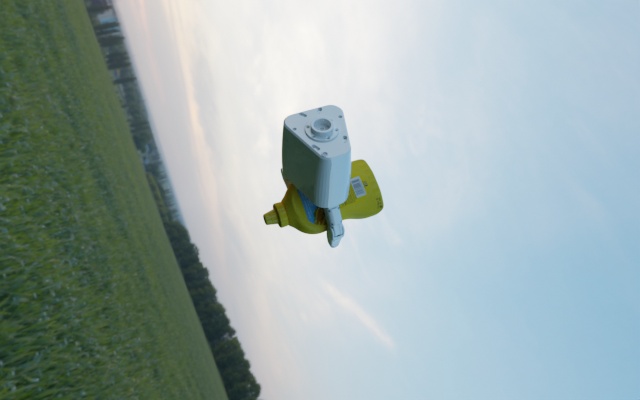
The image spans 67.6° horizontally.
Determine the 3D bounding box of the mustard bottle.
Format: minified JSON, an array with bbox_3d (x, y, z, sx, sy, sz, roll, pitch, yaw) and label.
[{"bbox_3d":[0.000,0.003,0.775,0.191,0.096,0.058,-18,-11,-16],"label":"mustard bottle"}]
